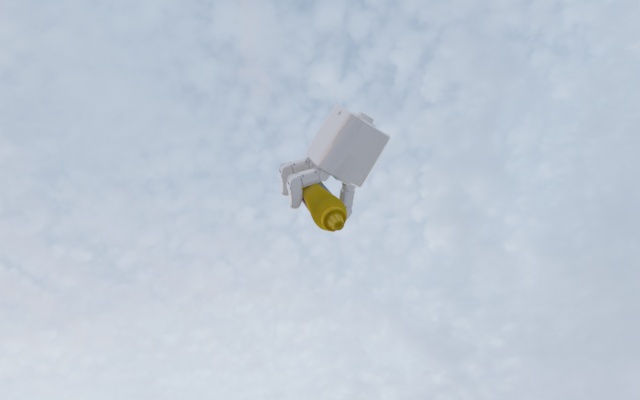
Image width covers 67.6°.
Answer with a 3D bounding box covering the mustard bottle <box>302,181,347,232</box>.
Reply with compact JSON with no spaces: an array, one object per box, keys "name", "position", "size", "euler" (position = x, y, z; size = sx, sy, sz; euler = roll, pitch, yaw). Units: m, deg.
[{"name":"mustard bottle","position":[0.000,0.003,0.835],"size":[0.058,0.096,0.191],"euler":[-37,30,-2]}]
